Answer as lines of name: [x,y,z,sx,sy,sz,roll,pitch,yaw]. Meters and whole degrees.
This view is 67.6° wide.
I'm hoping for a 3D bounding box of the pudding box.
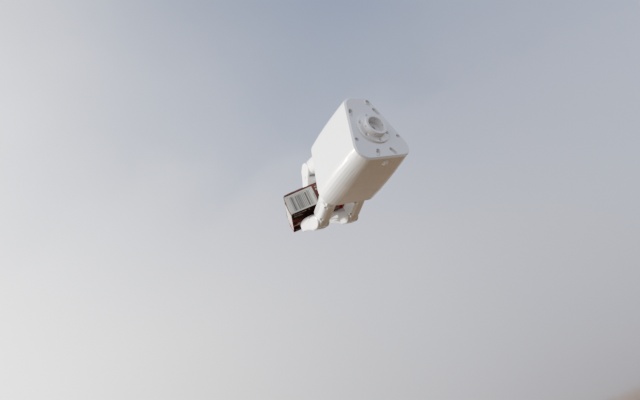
pudding box: [0.000,0.002,0.757,0.113,0.039,0.090,-21,-20,-8]
